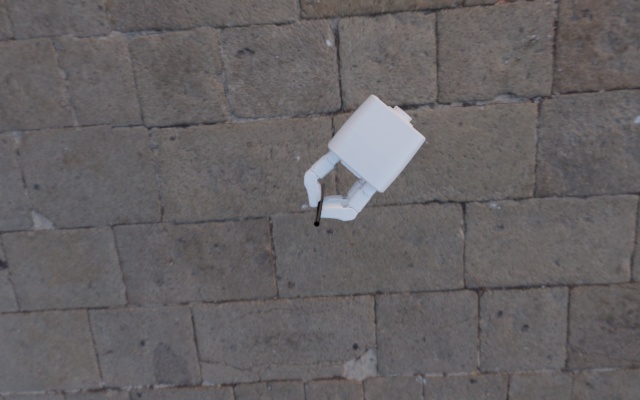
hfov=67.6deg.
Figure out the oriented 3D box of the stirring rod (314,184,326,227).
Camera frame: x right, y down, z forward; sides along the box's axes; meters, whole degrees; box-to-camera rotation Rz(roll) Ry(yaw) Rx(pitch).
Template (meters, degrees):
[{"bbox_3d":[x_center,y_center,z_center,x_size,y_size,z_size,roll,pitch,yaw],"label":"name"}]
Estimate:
[{"bbox_3d":[0.000,0.002,0.771,0.011,0.011,0.239,0,14,3],"label":"stirring rod"}]
